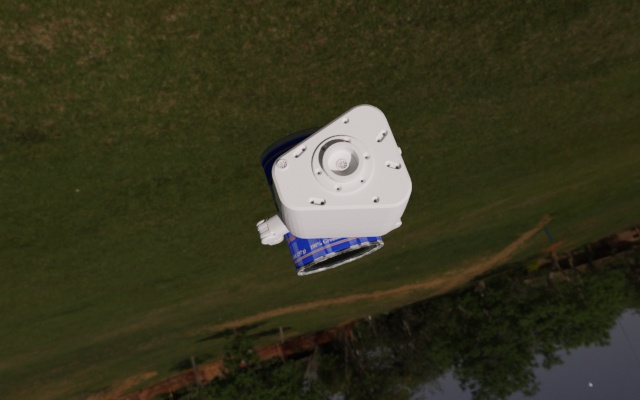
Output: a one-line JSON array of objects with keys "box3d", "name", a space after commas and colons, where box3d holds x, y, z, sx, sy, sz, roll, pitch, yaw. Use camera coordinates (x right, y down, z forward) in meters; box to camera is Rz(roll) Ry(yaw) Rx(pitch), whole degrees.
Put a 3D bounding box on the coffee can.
[{"box3d": [0.000, 0.002, 0.545, 0.103, 0.140, 0.103, -18, -14, -5], "name": "coffee can"}]
